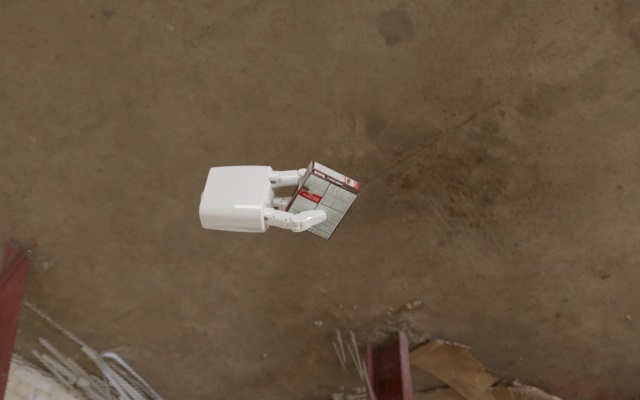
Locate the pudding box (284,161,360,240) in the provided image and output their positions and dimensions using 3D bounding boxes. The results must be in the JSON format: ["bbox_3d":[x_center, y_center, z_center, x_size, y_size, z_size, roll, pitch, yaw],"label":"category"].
[{"bbox_3d":[0.000,0.003,0.787,0.090,0.113,0.039,24,35,-12],"label":"pudding box"}]
